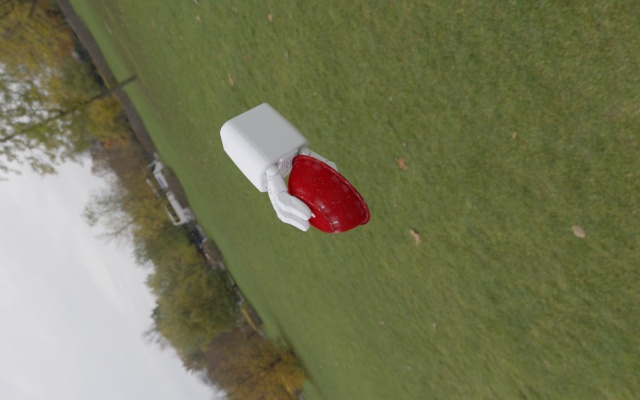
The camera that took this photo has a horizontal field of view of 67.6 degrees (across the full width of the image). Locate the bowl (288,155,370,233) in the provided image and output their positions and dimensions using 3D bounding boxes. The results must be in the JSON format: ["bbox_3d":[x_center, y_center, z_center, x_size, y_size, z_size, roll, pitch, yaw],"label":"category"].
[{"bbox_3d":[0.001,0.003,0.771,0.162,0.055,0.162,35,-20,15],"label":"bowl"}]
